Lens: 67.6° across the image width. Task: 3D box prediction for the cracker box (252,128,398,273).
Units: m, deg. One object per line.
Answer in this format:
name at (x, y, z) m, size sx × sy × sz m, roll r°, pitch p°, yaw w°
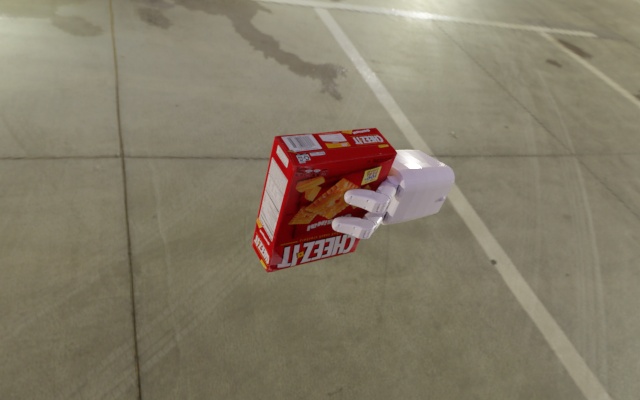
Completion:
cracker box at (0.000, 0.002, 0.703) m, size 0.164 × 0.214 × 0.072 m, roll -9°, pitch 47°, yaw -28°
